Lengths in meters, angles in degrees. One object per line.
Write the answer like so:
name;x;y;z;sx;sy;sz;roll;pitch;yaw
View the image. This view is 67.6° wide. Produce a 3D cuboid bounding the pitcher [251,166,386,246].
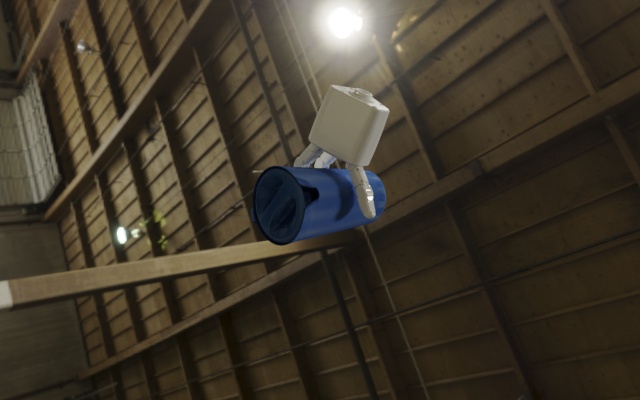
pitcher;0.000;0.003;0.879;0.243;0.145;0.149;-5;34;-45
